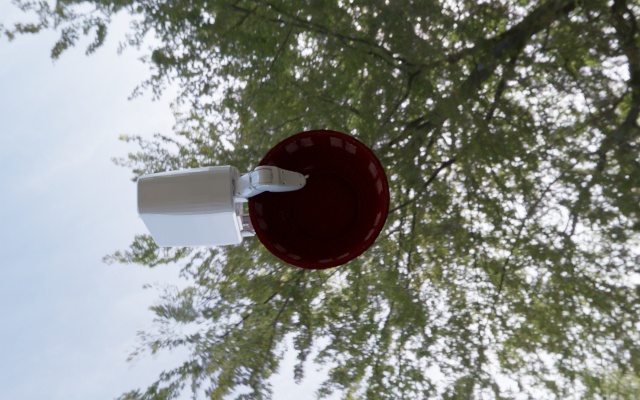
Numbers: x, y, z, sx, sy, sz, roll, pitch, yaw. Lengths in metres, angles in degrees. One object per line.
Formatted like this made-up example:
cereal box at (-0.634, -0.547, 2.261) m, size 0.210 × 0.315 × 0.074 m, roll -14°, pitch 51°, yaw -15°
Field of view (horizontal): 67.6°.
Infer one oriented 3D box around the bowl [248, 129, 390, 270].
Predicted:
bowl at (0.001, 0.002, 0.559) m, size 0.162 × 0.162 × 0.055 m, roll 0°, pitch -12°, yaw 9°
